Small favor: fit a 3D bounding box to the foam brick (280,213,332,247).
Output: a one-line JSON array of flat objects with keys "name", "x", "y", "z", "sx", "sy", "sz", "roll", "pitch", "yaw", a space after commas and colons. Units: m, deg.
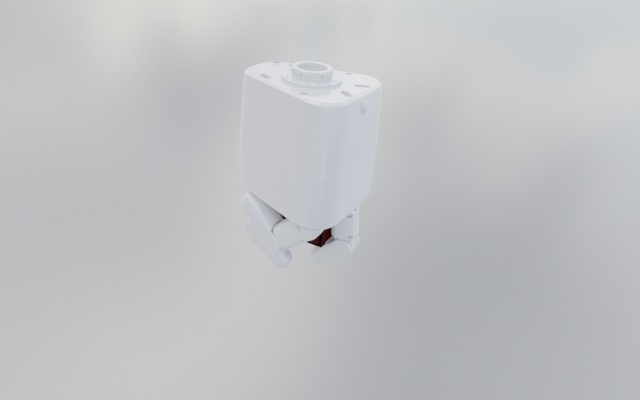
[{"name": "foam brick", "x": 0.000, "y": 0.002, "z": 0.484, "sx": 0.053, "sy": 0.051, "sz": 0.078, "roll": 19, "pitch": 33, "yaw": 25}]
